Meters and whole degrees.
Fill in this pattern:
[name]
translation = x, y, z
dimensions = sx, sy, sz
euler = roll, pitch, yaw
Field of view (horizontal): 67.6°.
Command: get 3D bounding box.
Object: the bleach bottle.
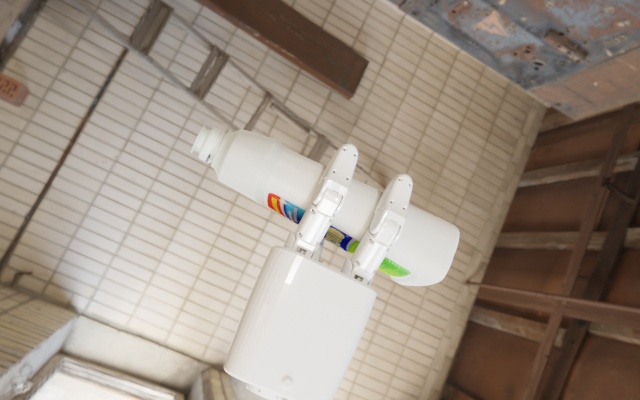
[bleach bottle]
translation = 0.000, 0.001, 0.451
dimensions = 0.251, 0.068, 0.102
euler = 27, -15, -12
